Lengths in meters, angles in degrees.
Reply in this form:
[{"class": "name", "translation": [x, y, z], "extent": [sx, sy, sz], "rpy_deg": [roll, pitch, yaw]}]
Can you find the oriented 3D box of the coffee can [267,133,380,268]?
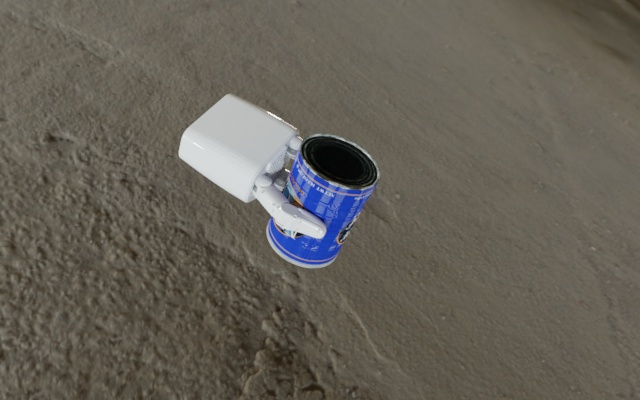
[{"class": "coffee can", "translation": [0.000, 0.002, 0.604], "extent": [0.103, 0.140, 0.102], "rpy_deg": [16, 38, -13]}]
